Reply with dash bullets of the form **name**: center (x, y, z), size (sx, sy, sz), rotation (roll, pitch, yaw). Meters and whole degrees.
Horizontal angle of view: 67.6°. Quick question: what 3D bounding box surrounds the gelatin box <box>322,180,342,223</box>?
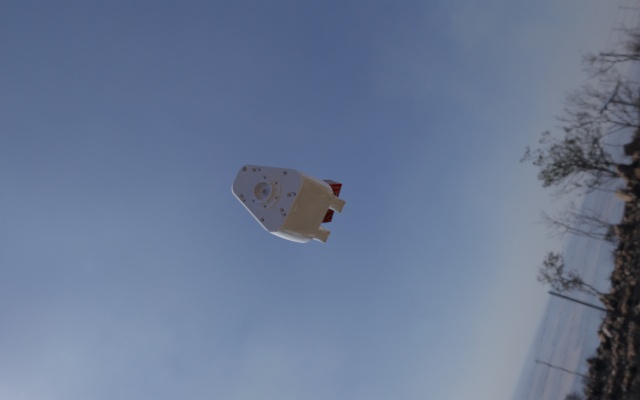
- **gelatin box**: center (0.000, 0.003, 0.822), size (0.030, 0.073, 0.089), rotation (20, 11, 23)
